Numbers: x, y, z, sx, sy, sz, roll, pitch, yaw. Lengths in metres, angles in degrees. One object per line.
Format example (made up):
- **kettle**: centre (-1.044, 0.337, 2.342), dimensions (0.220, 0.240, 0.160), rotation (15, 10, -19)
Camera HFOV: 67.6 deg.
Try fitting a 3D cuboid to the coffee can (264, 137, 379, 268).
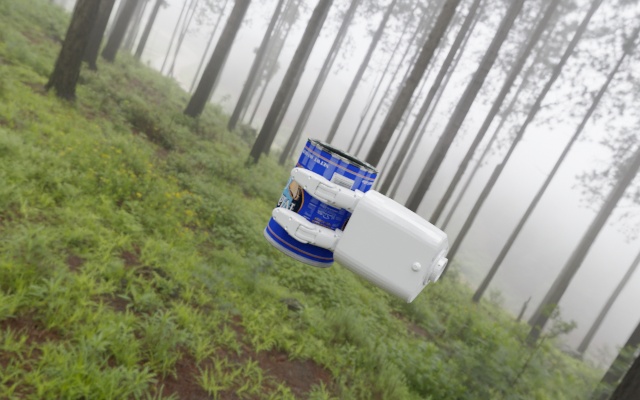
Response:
- **coffee can**: centre (0.000, 0.002, 0.628), dimensions (0.103, 0.140, 0.102), rotation (25, 11, -5)
